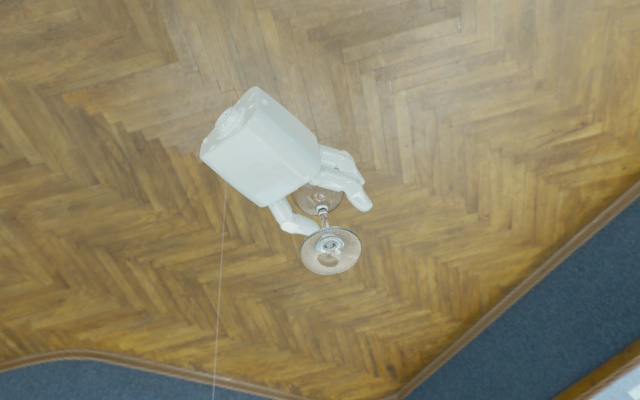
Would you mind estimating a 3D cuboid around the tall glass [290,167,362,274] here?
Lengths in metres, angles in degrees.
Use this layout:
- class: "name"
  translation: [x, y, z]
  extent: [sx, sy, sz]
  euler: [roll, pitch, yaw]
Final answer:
- class: "tall glass"
  translation: [0.000, 0.003, 0.641]
  extent: [0.079, 0.079, 0.201]
  euler: [0, 36, -9]
